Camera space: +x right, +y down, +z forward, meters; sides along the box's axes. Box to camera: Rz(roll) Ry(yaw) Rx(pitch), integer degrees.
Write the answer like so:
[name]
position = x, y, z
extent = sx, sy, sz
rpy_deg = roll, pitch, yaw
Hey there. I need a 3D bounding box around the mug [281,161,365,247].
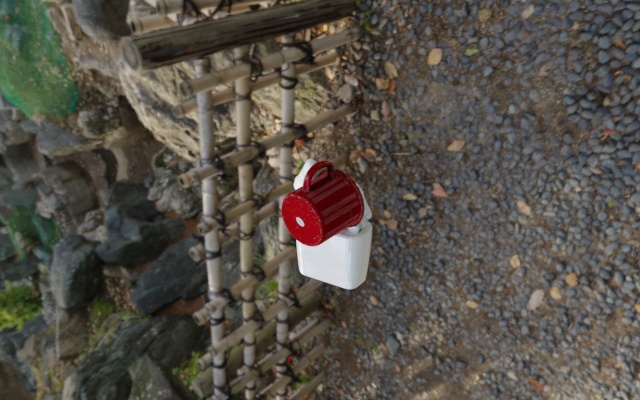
[mug]
position = 0.000, 0.001, 0.659
extent = 0.093, 0.117, 0.081
rpy_deg = 25, 40, 36
